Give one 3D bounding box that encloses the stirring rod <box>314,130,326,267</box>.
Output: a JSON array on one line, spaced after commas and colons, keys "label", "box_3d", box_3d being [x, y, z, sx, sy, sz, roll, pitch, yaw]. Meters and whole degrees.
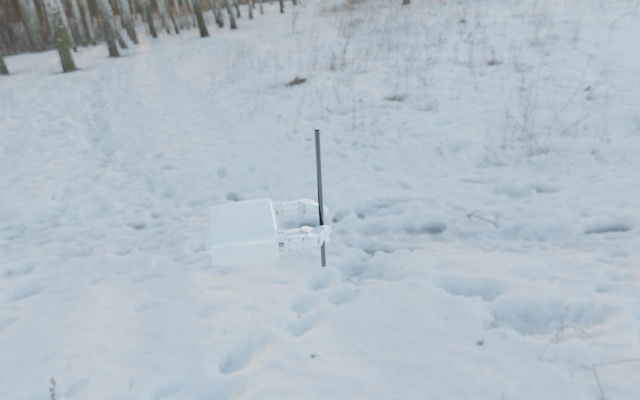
[{"label": "stirring rod", "box_3d": [0.000, 0.003, 0.782, 0.011, 0.240, 0.011, -2, 23, 1]}]
